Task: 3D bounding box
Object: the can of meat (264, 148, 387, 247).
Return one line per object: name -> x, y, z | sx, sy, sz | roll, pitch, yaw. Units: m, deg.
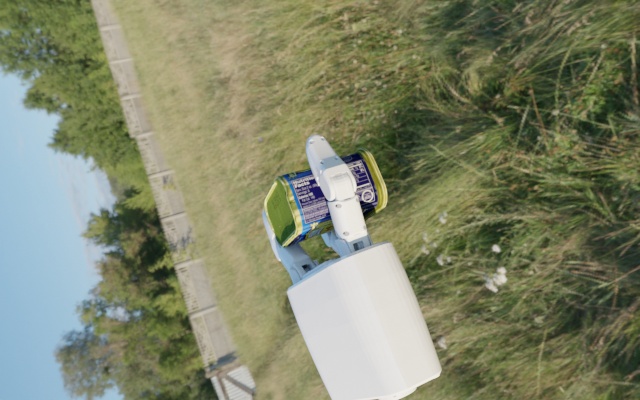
can of meat -> 0.000, 0.001, 0.436 | 0.084, 0.057, 0.102 | -18, -11, -19
